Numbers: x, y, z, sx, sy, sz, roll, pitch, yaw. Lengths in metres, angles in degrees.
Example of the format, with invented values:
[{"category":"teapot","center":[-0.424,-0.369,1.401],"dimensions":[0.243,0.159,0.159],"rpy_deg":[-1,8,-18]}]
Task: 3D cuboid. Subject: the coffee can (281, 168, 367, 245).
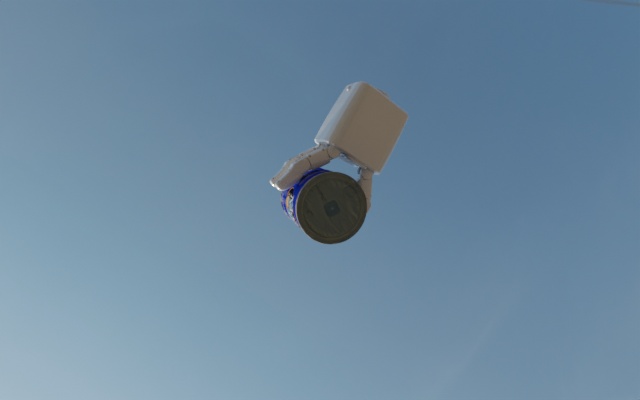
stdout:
[{"category":"coffee can","center":[0.000,0.003,0.731],"dimensions":[0.103,0.103,0.140],"rpy_deg":[0,7,-14]}]
